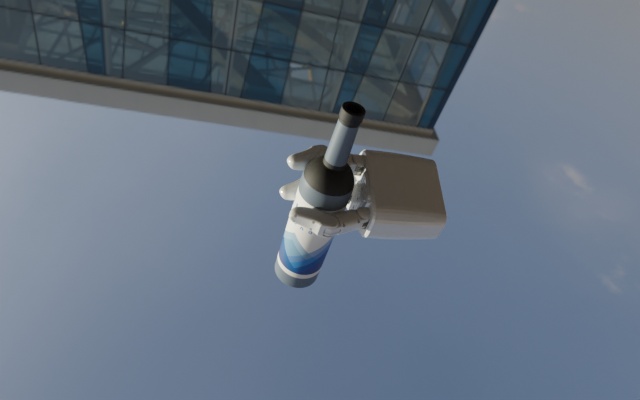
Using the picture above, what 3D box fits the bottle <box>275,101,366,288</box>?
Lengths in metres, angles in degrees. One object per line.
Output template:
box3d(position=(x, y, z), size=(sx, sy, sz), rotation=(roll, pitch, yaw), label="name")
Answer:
box3d(position=(0.000, 0.002, 0.618), size=(0.069, 0.069, 0.296), rotation=(0, -44, -20), label="bottle")
